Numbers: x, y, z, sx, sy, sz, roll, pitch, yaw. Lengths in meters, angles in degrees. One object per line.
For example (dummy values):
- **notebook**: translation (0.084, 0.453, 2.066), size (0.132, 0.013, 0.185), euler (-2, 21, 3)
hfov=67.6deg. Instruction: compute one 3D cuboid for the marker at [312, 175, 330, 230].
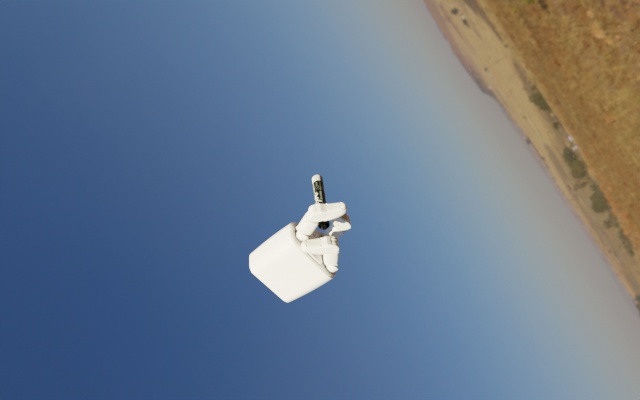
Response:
- **marker**: translation (0.000, 0.003, 0.796), size (0.020, 0.020, 0.121), euler (0, 43, -8)
